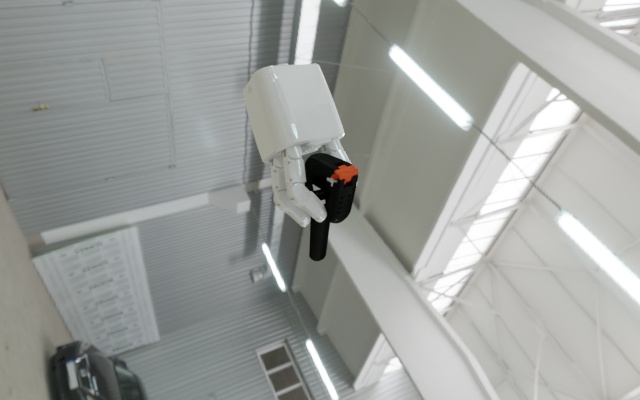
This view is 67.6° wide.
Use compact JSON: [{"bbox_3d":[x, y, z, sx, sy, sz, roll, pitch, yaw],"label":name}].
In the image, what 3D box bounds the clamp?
[{"bbox_3d":[0.001,0.002,0.650,0.036,0.164,0.210,-21,0,-24],"label":"clamp"}]
